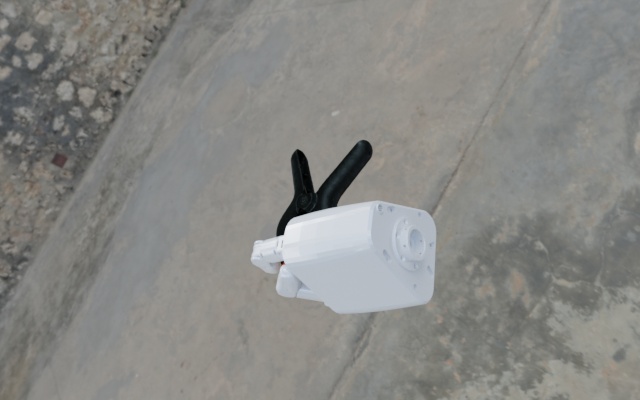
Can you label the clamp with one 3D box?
[{"bbox_3d":[0.000,0.002,0.550,0.120,0.171,0.039,-16,-35,42],"label":"clamp"}]
